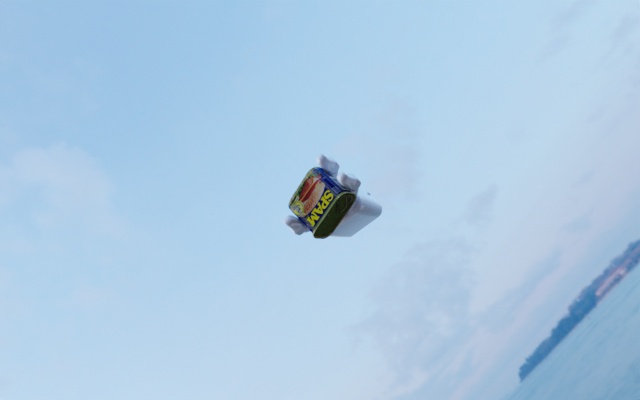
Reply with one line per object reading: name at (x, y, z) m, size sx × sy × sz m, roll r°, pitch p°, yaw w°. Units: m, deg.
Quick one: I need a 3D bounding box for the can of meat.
can of meat at (0.000, 0.003, 0.848) m, size 0.084 × 0.102 × 0.057 m, roll 45°, pitch 20°, yaw 30°
